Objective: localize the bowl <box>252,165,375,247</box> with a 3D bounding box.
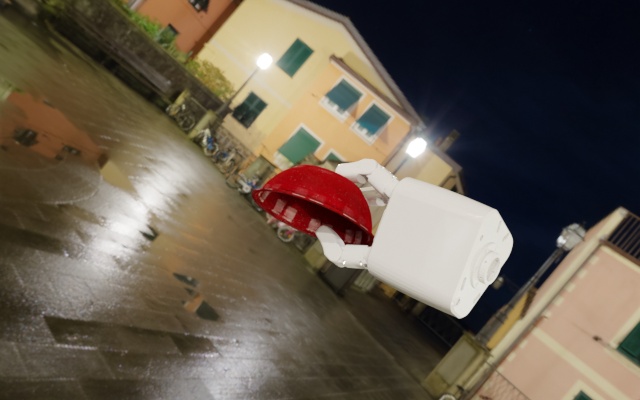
[{"bbox_3d":[-0.001,0.001,0.590,0.162,0.055,0.162,20,-17,6],"label":"bowl"}]
